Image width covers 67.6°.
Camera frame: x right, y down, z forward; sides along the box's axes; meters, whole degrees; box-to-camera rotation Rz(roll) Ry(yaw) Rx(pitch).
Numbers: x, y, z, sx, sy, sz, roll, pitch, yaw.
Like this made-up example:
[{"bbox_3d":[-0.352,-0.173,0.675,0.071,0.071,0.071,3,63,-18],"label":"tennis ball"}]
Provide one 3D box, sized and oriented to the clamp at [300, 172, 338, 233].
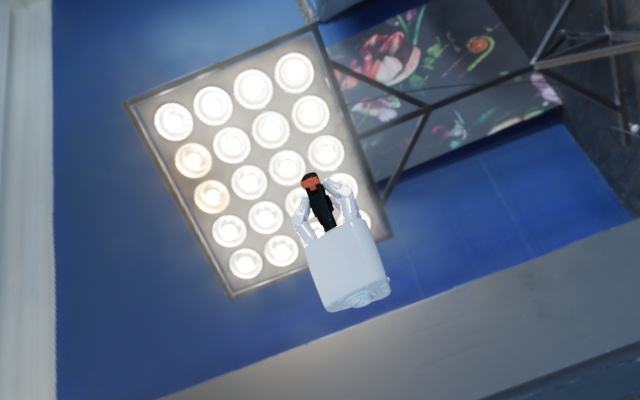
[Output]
[{"bbox_3d":[-0.001,0.003,0.812,0.036,0.164,0.210,-22,-31,2],"label":"clamp"}]
